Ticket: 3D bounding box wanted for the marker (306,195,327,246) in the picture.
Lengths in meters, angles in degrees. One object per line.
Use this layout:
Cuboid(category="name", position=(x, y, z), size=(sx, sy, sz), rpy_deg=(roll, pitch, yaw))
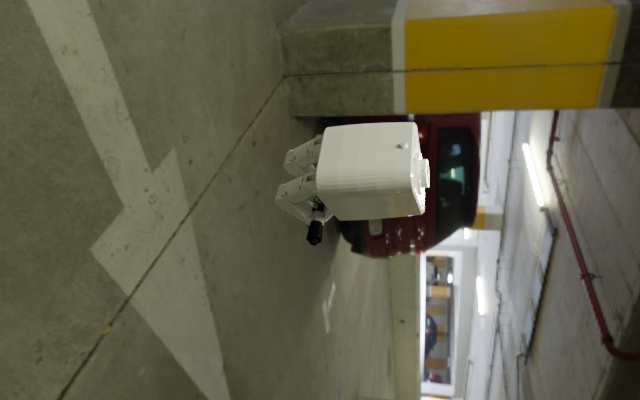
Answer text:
Cuboid(category="marker", position=(0.000, 0.002, 0.597), size=(0.020, 0.121, 0.020), rpy_deg=(7, -34, 5))
